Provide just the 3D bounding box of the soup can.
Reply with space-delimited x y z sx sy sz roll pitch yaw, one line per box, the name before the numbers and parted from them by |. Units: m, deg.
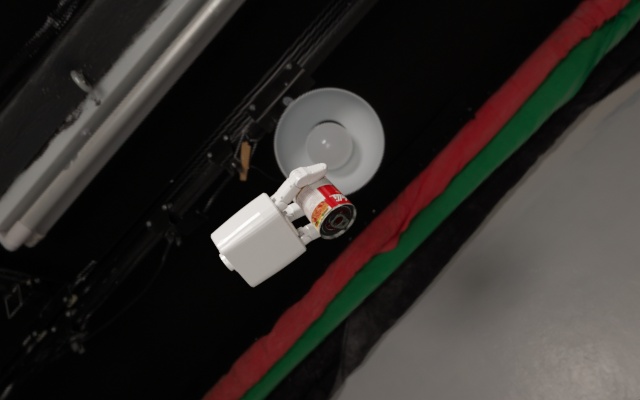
soup can | 0.000 0.002 0.746 0.068 0.068 0.102 0 37 -42
